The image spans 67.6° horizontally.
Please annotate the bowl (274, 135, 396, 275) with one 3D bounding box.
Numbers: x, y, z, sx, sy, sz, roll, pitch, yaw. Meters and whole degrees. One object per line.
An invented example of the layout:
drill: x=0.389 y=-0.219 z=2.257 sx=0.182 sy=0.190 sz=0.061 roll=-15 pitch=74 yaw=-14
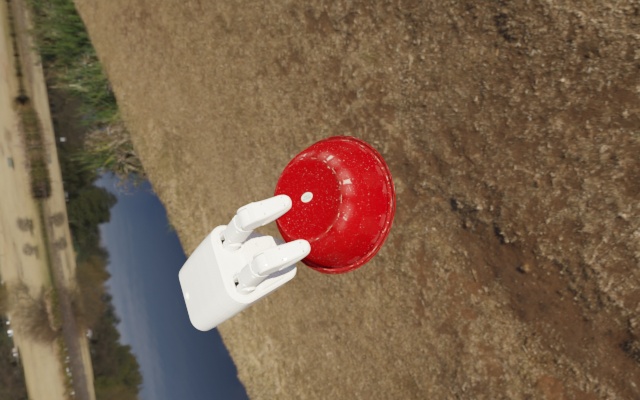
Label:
bowl: x=0.001 y=0.001 z=0.534 sx=0.162 sy=0.162 sz=0.055 roll=0 pitch=-6 yaw=36
